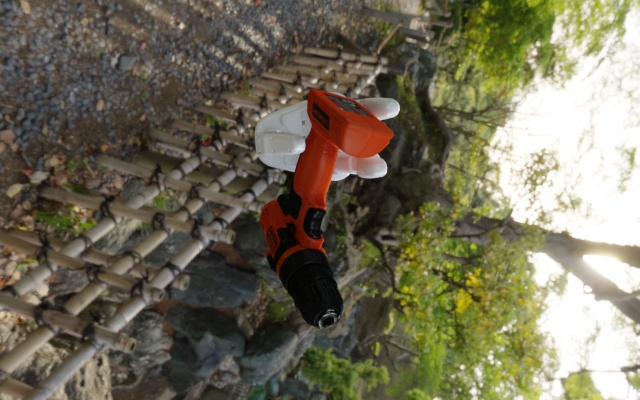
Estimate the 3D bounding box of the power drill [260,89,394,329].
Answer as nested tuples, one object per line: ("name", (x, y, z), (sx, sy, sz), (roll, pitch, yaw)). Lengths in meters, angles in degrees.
("power drill", (0.000, 0.001, 0.460), (0.057, 0.188, 0.184), (10, 26, -29))
